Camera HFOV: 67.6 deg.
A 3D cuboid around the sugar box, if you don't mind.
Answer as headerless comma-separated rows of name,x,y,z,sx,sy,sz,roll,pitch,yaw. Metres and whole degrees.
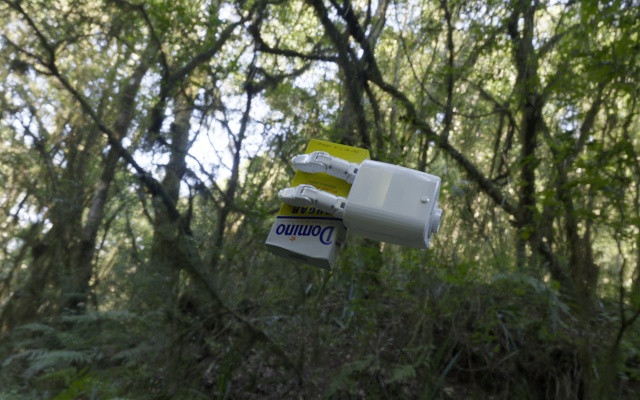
sugar box,0.000,0.002,0.670,0.093,0.176,0.048,13,-27,19
